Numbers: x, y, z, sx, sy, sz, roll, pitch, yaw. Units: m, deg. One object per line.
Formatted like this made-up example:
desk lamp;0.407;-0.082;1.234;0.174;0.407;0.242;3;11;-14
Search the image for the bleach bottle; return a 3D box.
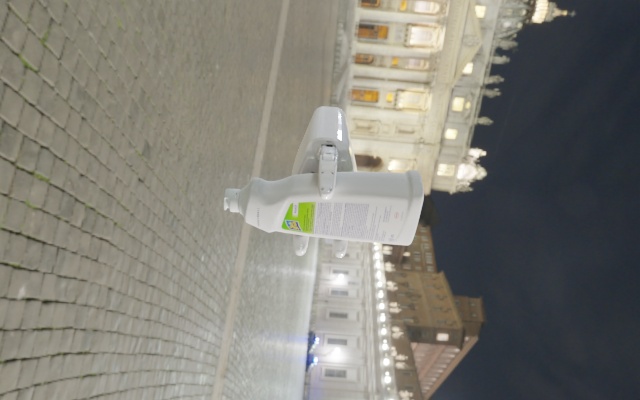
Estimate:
bleach bottle;0.000;0.002;0.628;0.251;0.103;0.068;5;37;-1
